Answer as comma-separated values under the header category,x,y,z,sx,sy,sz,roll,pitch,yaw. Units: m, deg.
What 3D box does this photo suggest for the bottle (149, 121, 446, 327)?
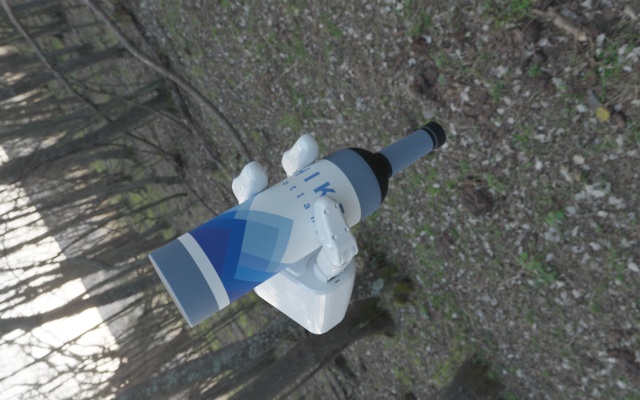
category,x,y,z,sx,sy,sz,roll,pitch,yaw
bottle,0.000,0.001,0.426,0.295,0.069,0.069,-31,13,-22
